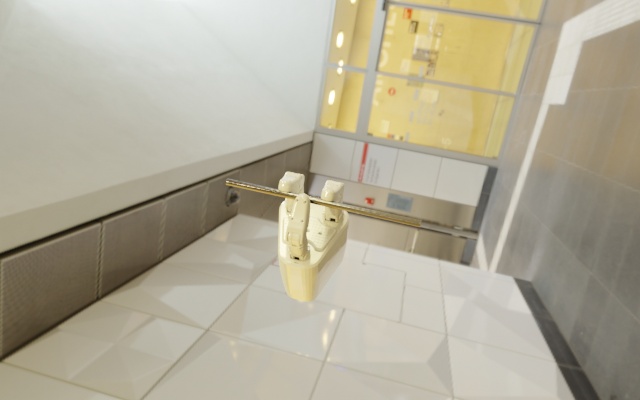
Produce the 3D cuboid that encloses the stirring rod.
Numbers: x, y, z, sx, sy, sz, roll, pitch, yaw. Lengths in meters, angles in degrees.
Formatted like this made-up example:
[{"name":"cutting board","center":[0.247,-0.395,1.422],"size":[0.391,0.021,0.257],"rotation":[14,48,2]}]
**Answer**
[{"name":"stirring rod","center":[0.000,0.002,0.573],"size":[0.239,0.011,0.011],"rotation":[12,2,9]}]
